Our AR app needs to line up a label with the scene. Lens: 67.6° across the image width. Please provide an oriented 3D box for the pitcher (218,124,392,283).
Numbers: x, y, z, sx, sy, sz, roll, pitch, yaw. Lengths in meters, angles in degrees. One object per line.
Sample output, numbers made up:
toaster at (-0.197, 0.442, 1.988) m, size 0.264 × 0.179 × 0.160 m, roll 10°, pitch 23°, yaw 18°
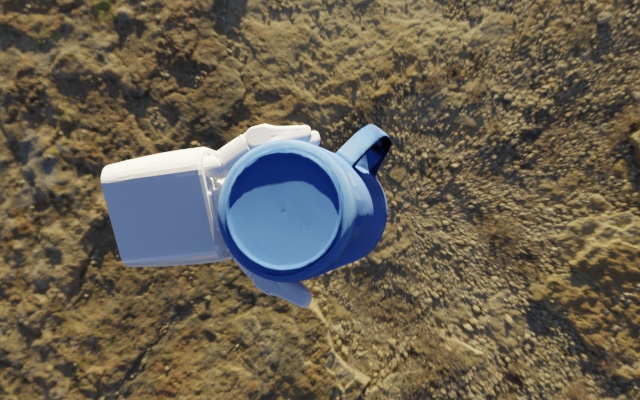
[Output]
pitcher at (0.000, 0.002, 0.465) m, size 0.145 × 0.149 × 0.243 m, roll -5°, pitch -2°, yaw 10°
